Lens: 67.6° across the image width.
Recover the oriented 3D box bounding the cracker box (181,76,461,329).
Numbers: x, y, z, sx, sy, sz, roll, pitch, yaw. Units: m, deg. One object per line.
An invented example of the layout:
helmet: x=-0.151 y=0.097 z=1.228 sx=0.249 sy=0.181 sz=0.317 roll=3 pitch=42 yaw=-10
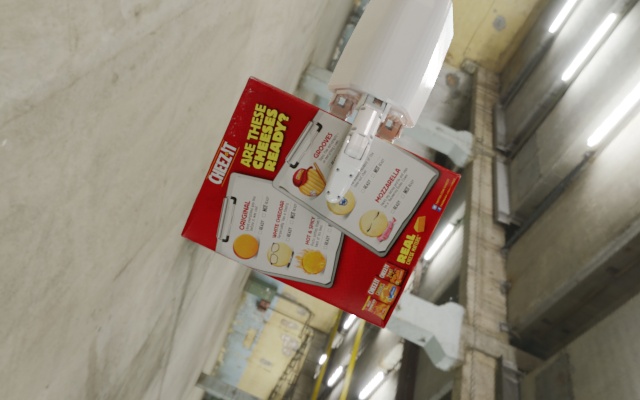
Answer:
cracker box: x=0.000 y=0.002 z=0.469 sx=0.214 sy=0.164 sz=0.072 roll=25 pitch=6 yaw=-1
